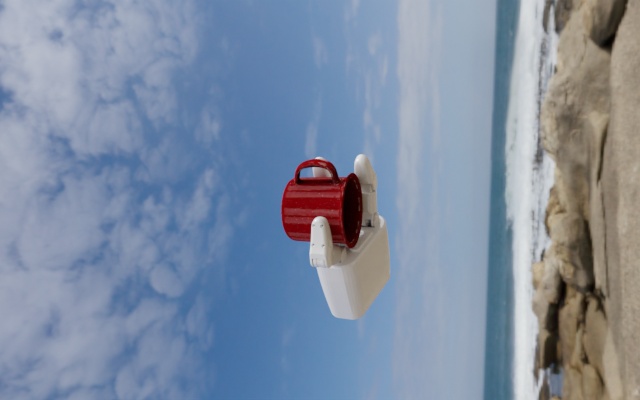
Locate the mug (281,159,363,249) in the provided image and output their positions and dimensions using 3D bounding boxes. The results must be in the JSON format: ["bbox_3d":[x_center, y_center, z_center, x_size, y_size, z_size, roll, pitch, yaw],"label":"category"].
[{"bbox_3d":[0.000,0.001,0.592,0.081,0.117,0.093,1,36,20],"label":"mug"}]
